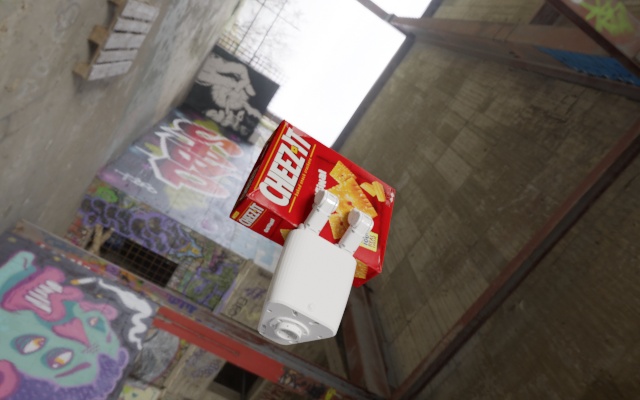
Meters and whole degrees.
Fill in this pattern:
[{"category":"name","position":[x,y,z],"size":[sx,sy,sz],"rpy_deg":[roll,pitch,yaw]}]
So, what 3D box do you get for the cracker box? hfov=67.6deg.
[{"category":"cracker box","position":[0.000,0.002,0.696],"size":[0.214,0.164,0.072],"rpy_deg":[31,-42,-14]}]
